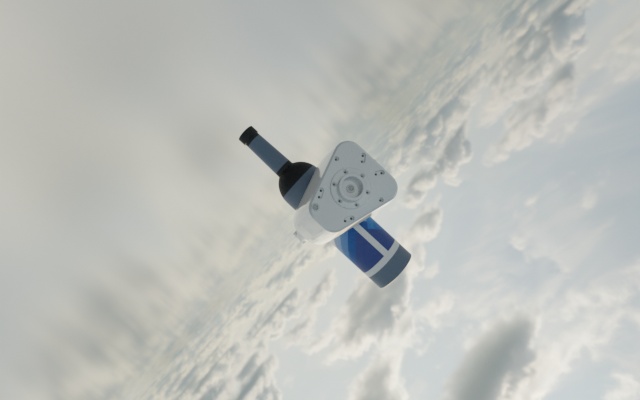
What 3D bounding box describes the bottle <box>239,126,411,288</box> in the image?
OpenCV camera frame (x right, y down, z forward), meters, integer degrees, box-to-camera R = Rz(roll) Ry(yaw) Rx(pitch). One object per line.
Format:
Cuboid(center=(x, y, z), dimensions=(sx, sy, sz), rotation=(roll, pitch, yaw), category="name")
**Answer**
Cuboid(center=(0.000, 0.002, 0.687), dimensions=(0.296, 0.069, 0.069), rotation=(43, -1, -1), category="bottle")
